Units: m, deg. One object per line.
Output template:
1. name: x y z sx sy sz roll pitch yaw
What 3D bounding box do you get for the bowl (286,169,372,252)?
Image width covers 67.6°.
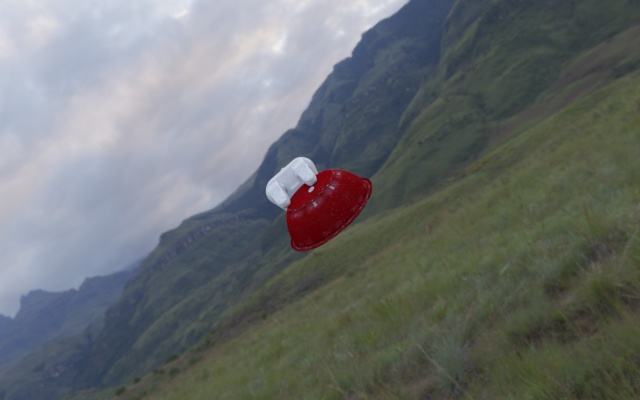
1. bowl: 0.000 0.002 0.740 0.162 0.055 0.162 -35 21 15
